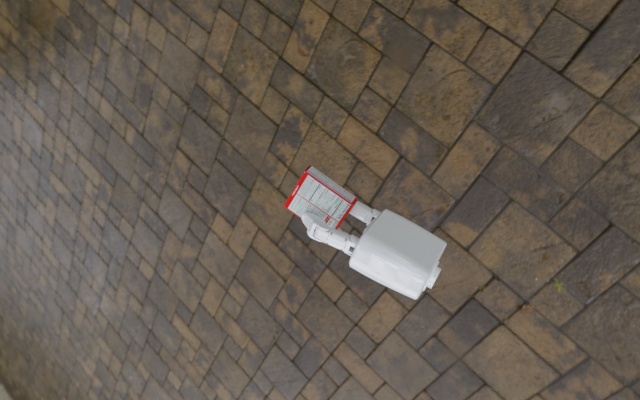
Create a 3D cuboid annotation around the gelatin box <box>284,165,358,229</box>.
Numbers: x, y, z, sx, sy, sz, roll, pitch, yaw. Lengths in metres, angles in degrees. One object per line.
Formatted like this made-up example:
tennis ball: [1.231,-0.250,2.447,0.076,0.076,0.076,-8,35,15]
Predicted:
gelatin box: [0.000,0.002,0.716,0.089,0.073,0.030,34,32,2]
